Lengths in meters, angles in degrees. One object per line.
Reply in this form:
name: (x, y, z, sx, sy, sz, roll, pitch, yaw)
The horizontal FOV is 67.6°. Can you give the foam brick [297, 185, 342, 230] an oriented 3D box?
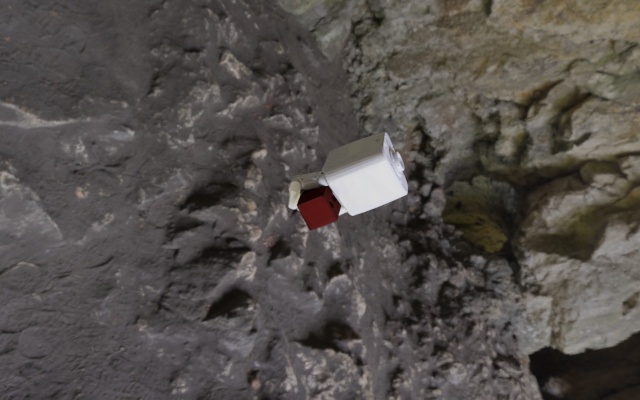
foam brick: (0.000, 0.003, 0.801, 0.051, 0.053, 0.078, -20, 24, 21)
